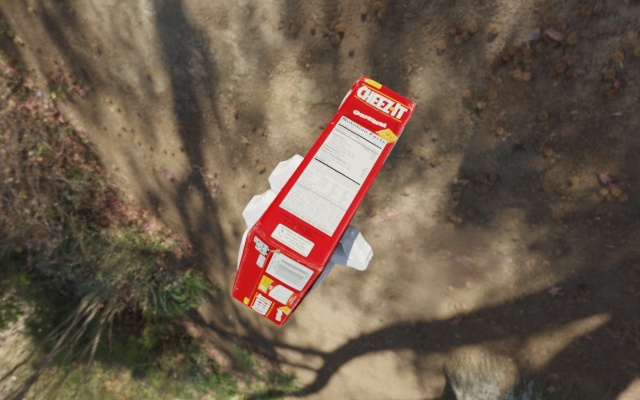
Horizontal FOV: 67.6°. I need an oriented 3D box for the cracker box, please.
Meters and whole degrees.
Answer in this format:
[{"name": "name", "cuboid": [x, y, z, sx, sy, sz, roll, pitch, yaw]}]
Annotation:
[{"name": "cracker box", "cuboid": [0.000, 0.002, 0.483, 0.072, 0.213, 0.164, 31, -33, 2]}]
